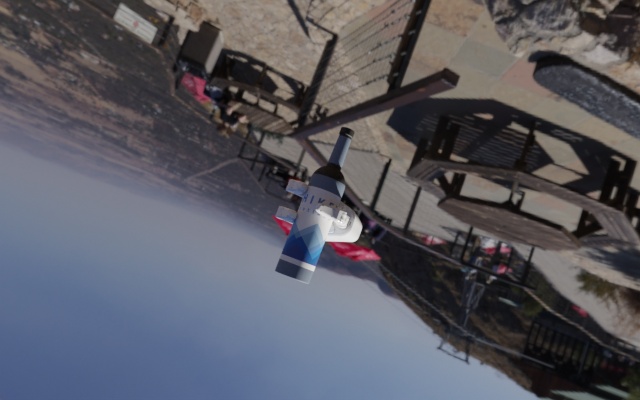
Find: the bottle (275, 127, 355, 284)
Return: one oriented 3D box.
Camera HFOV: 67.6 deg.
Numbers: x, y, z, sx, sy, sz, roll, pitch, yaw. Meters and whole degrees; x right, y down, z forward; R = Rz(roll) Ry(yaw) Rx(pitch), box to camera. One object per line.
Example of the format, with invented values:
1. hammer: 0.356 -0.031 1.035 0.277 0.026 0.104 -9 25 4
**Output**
1. bottle: 0.000 0.003 0.882 0.069 0.295 0.069 21 -8 3
